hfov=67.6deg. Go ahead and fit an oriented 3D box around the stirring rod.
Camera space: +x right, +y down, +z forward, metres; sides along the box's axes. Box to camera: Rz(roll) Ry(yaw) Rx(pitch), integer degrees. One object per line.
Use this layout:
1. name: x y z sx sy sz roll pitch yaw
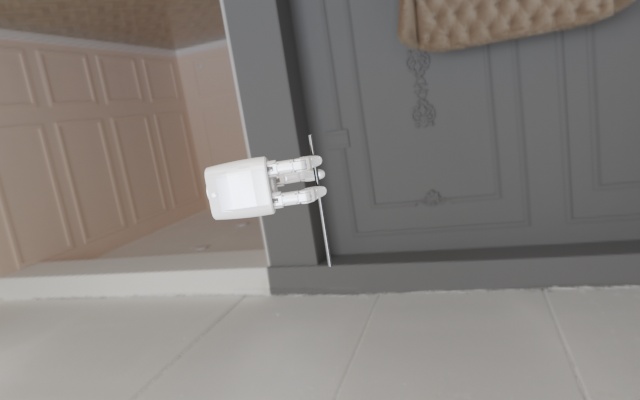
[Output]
1. stirring rod: 0.000 0.003 0.853 0.011 0.239 0.011 -8 11 2
